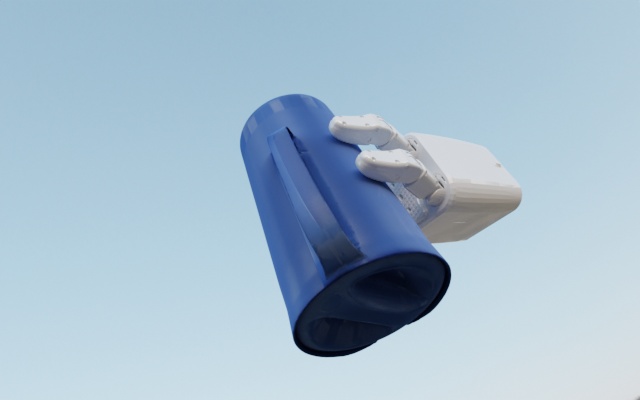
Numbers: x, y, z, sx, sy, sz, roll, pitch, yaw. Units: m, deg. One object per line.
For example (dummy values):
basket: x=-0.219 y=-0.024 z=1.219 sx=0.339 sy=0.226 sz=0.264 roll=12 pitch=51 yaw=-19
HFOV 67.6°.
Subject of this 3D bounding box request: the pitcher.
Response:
pitcher: x=0.000 y=0.001 z=0.435 sx=0.145 sy=0.149 sz=0.242 roll=1 pitch=42 yaw=-29
